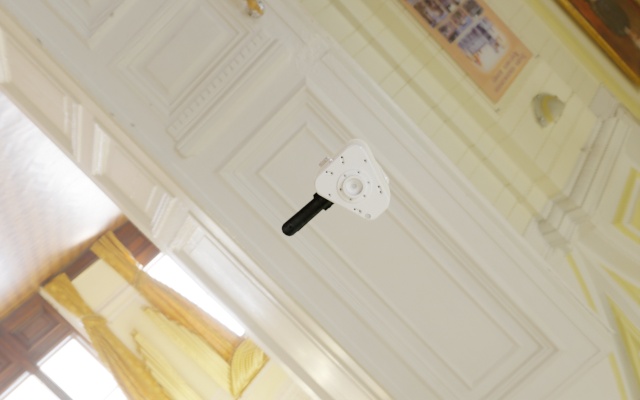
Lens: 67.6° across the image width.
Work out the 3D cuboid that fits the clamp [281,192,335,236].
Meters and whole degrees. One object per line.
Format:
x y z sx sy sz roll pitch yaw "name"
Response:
0.001 0.003 0.816 0.171 0.039 0.120 -44 4 11 "clamp"
